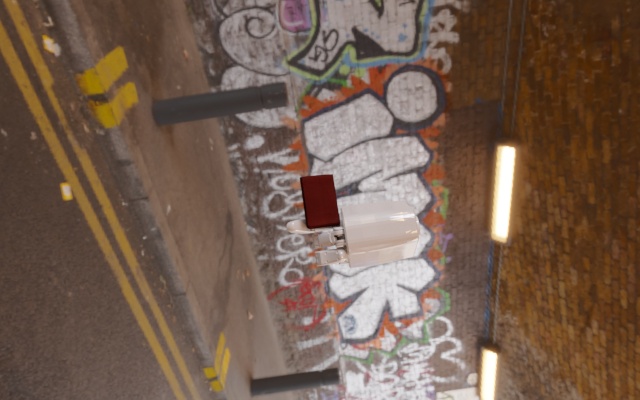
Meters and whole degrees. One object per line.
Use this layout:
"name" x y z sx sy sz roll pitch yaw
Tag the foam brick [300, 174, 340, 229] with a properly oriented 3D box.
"foam brick" 0.000 0.002 0.737 0.051 0.078 0.053 -9 -7 2
